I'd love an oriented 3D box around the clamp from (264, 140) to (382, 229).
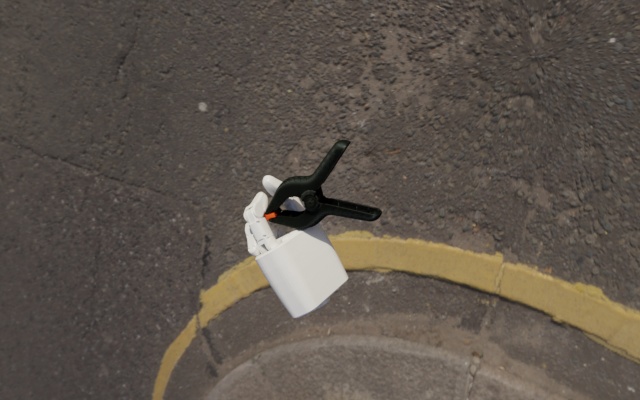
[{"bbox_3d":[0.000,0.002,0.679,0.171,0.120,0.039,-29,3,28],"label":"clamp"}]
